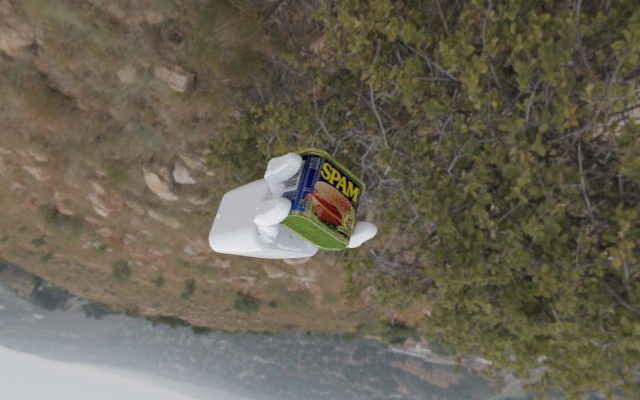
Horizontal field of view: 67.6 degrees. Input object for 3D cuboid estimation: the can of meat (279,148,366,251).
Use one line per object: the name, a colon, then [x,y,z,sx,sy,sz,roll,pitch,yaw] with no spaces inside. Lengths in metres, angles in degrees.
can of meat: [0.000,0.002,0.561,0.057,0.084,0.102,-8,-33,42]
